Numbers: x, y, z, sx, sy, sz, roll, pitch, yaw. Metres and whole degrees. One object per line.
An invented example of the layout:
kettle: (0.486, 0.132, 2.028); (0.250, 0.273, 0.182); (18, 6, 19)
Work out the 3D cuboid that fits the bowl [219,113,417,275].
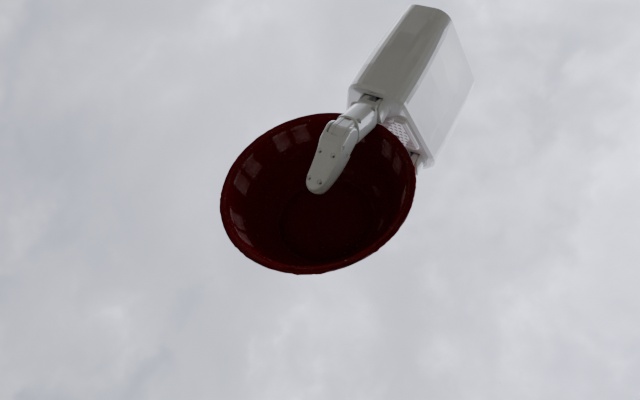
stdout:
bowl: (-0.001, 0.002, 0.407); (0.162, 0.162, 0.055); (0, -35, 13)
